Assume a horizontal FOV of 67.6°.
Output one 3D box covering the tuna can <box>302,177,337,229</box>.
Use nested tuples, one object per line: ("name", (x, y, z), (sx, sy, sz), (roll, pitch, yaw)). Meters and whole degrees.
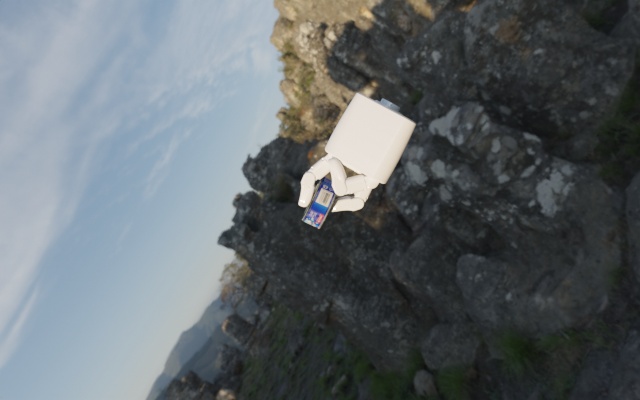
("tuna can", (0.000, 0.002, 0.816), (0.034, 0.086, 0.086), (25, -2, -4))
